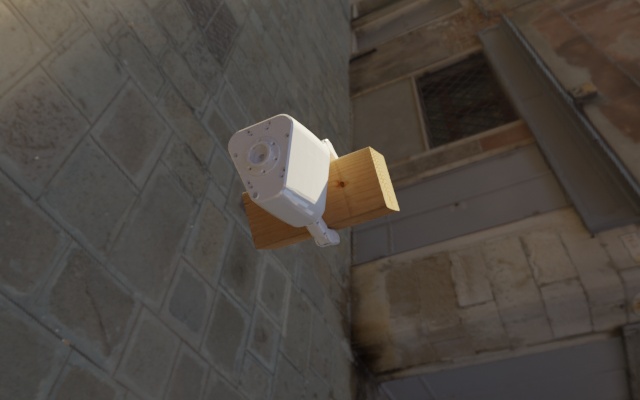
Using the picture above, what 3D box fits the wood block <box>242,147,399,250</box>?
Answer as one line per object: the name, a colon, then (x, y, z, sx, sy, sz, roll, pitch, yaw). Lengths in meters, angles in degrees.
wood block: (0.000, 0.003, 0.717, 0.206, 0.091, 0.090, -19, -11, 18)
